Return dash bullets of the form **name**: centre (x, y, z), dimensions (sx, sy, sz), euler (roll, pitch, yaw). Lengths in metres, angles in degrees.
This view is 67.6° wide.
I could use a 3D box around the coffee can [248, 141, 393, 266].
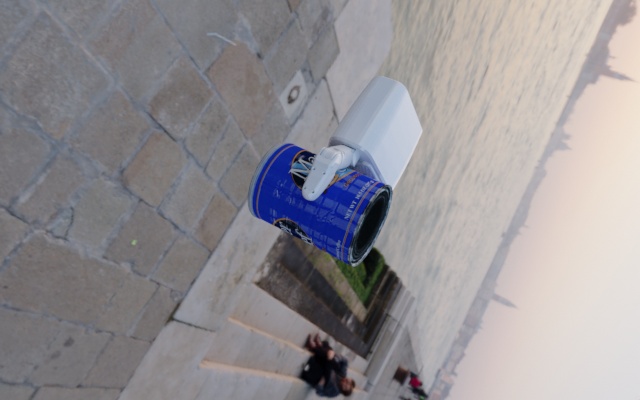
- **coffee can**: centre (0.000, 0.002, 0.568), dimensions (0.140, 0.103, 0.103), euler (25, 9, 20)
